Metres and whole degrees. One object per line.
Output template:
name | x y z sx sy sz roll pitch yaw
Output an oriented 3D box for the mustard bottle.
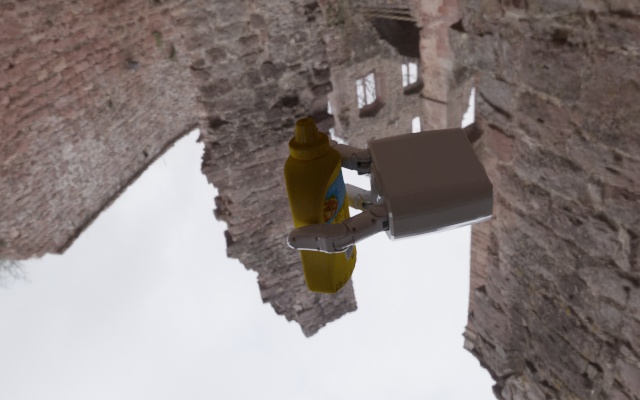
mustard bottle | 0.000 0.002 0.515 0.058 0.192 0.096 3 36 20
